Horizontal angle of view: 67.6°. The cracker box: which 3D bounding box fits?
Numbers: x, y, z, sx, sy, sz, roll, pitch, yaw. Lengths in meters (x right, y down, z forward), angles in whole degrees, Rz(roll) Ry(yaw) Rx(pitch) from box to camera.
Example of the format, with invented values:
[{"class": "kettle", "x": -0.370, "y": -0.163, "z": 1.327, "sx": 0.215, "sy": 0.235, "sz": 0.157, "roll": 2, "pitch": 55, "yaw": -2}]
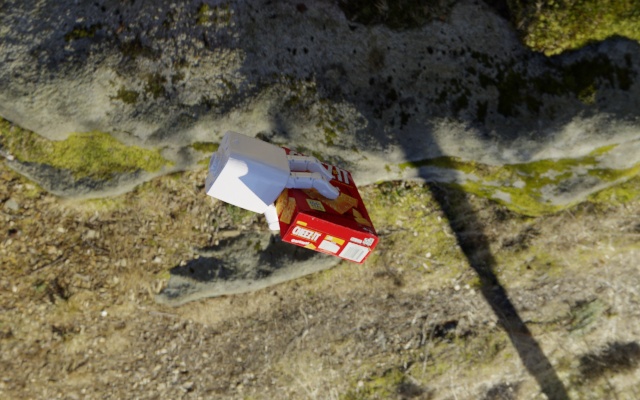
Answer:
[{"class": "cracker box", "x": 0.000, "y": 0.003, "z": 0.871, "sx": 0.164, "sy": 0.072, "sz": 0.213, "roll": 19, "pitch": 30, "yaw": -25}]
